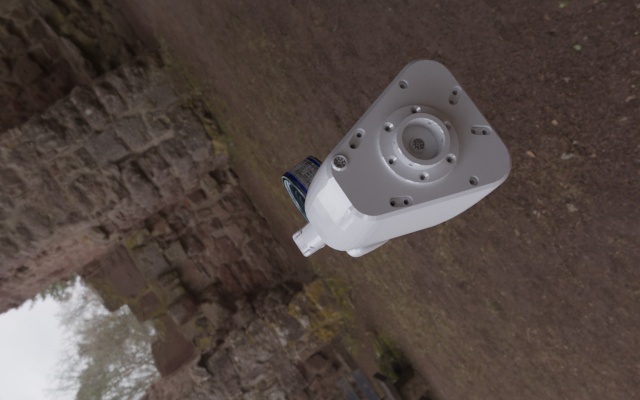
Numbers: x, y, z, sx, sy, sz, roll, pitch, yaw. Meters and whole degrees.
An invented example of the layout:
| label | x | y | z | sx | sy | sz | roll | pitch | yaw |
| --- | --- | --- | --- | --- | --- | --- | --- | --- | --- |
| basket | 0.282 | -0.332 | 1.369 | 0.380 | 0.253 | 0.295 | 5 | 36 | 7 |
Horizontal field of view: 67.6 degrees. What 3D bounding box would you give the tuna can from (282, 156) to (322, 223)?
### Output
| label | x | y | z | sx | sy | sz | roll | pitch | yaw |
| --- | --- | --- | --- | --- | --- | --- | --- | --- | --- |
| tuna can | 0.000 | 0.002 | 0.457 | 0.034 | 0.086 | 0.086 | -36 | 7 | -10 |
